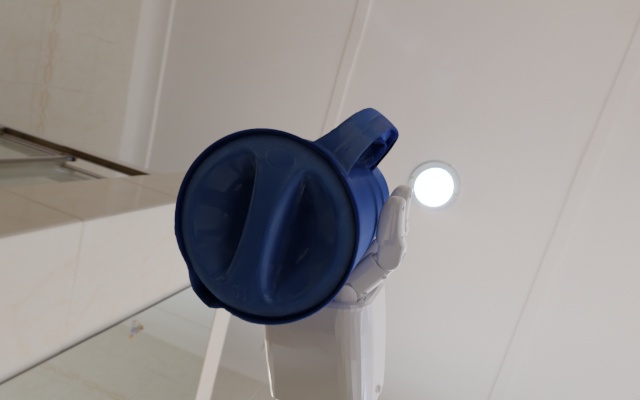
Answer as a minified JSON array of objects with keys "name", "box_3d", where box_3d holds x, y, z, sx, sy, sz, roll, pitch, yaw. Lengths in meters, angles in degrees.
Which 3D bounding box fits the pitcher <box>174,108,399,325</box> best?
[{"name":"pitcher","box_3d":[0.000,0.002,0.424,0.149,0.145,0.243,0,5,17]}]
